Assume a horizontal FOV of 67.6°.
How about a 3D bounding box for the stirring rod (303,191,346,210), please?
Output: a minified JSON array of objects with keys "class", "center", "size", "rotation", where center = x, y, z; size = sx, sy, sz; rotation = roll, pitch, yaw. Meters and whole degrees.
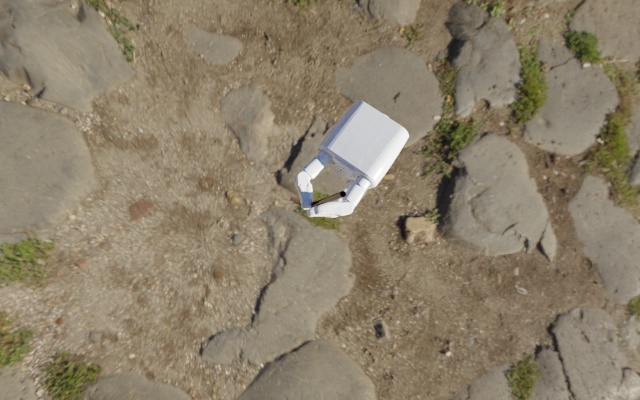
[{"class":"stirring rod","center":[0.000,0.002,0.709],"size":[0.011,0.011,0.239],"rotation":[0,-5,-13]}]
